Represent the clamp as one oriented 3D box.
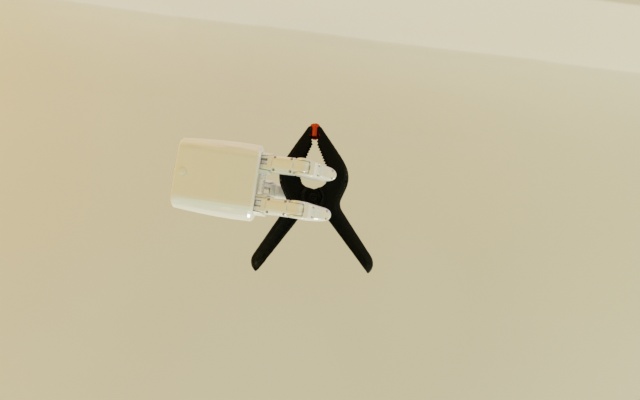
[{"bbox_3d":[0.000,0.002,0.655,0.164,0.210,0.036,8,-4,-1],"label":"clamp"}]
